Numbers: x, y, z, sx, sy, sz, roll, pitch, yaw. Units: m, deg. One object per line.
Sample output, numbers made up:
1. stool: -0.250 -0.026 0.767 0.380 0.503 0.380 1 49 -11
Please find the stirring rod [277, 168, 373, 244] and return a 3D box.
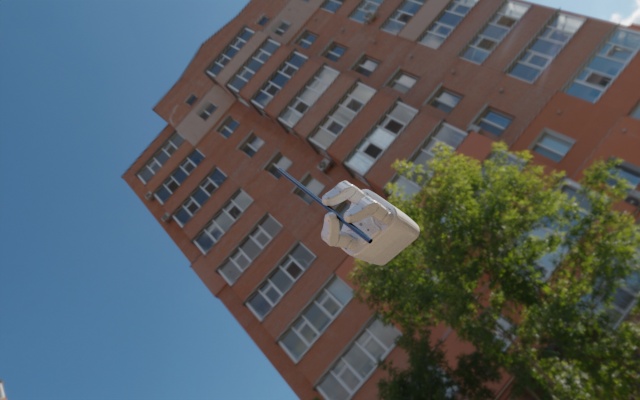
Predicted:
1. stirring rod: 0.000 0.003 0.774 0.011 0.011 0.239 0 28 -44
